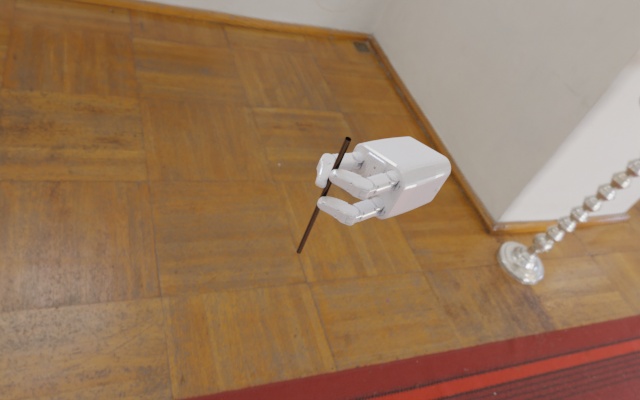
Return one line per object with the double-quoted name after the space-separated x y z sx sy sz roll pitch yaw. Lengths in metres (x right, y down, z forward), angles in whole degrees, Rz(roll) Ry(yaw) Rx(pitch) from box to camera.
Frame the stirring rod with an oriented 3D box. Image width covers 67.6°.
0.000 0.002 0.687 0.011 0.011 0.240 0 -42 -23 "stirring rod"
